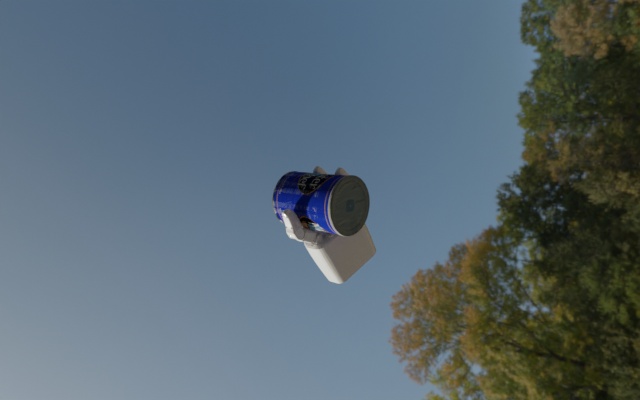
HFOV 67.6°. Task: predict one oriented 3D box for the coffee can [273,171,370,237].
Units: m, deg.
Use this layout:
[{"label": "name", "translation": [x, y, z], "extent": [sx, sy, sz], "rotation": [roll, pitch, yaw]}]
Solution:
[{"label": "coffee can", "translation": [0.000, 0.003, 0.839], "extent": [0.140, 0.103, 0.103], "rotation": [7, 5, 43]}]
